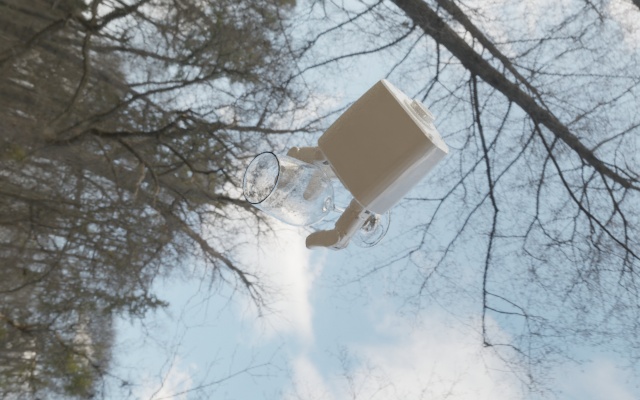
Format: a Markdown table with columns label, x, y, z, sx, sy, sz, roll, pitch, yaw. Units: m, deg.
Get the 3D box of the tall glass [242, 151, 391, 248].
| label | x | y | z | sx | sy | sz | roll | pitch | yaw |
| --- | --- | --- | --- | --- | --- | --- | --- | --- | --- |
| tall glass | 0.000 | 0.002 | 0.592 | 0.079 | 0.079 | 0.201 | 0 | -16 | 44 |
